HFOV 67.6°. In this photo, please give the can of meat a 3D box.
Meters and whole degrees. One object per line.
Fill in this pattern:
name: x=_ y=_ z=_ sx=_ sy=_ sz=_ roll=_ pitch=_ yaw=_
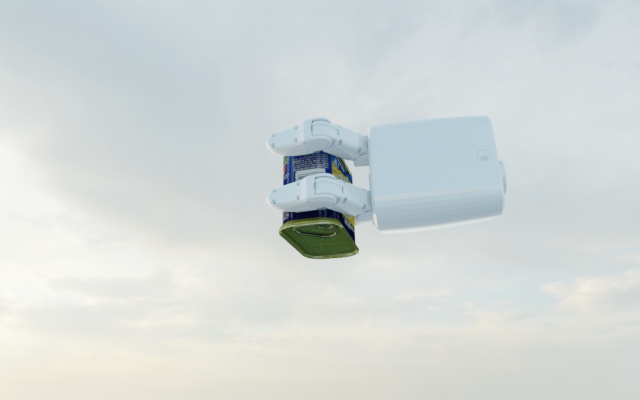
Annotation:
can of meat: x=0.000 y=0.001 z=0.454 sx=0.057 sy=0.084 sz=0.102 roll=-7 pitch=-24 yaw=15
